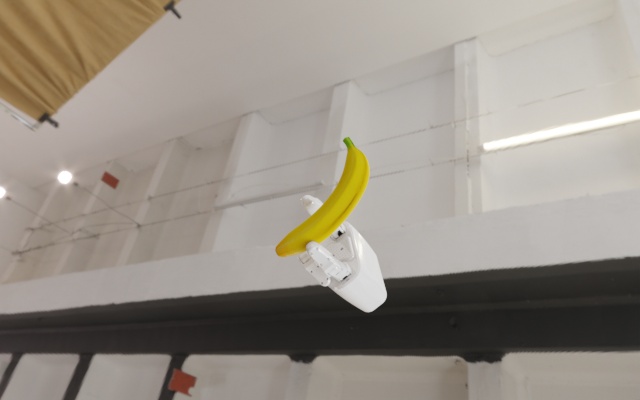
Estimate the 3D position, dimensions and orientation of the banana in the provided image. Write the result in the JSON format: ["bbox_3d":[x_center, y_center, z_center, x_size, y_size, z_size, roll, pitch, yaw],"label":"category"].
[{"bbox_3d":[0.014,0.004,0.658,0.069,0.197,0.037,22,-16,44],"label":"banana"}]
